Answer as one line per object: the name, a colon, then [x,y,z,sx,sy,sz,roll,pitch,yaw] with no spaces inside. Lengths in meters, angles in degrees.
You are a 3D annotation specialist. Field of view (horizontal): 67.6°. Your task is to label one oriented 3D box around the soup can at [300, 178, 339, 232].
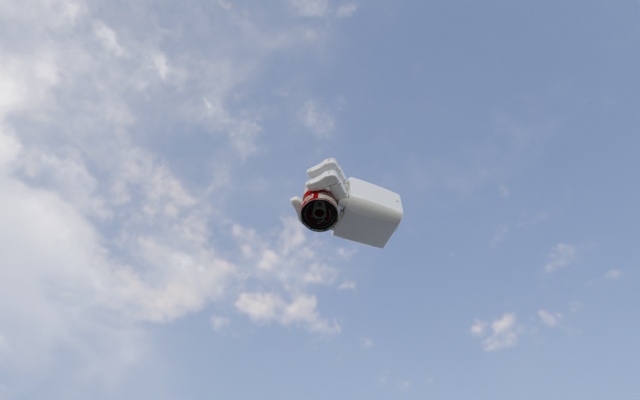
soup can: [0.000,0.003,0.884,0.068,0.068,0.102,0,29,3]
